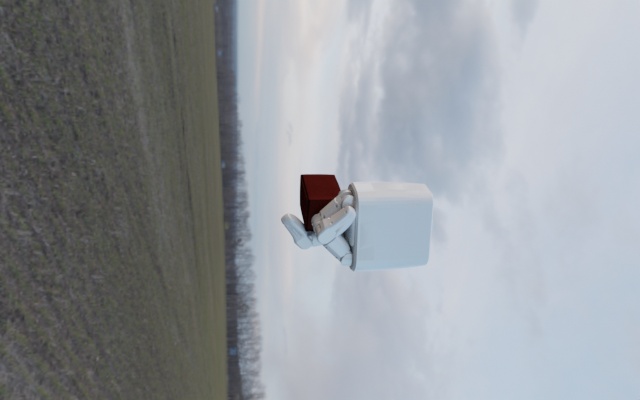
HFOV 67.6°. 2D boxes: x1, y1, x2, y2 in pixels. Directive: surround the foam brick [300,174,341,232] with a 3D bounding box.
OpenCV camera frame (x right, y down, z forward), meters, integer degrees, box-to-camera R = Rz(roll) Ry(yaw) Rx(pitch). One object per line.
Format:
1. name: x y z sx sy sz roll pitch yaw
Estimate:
1. foam brick: 0.000 0.002 0.680 0.051 0.053 0.078 -2 31 -9
